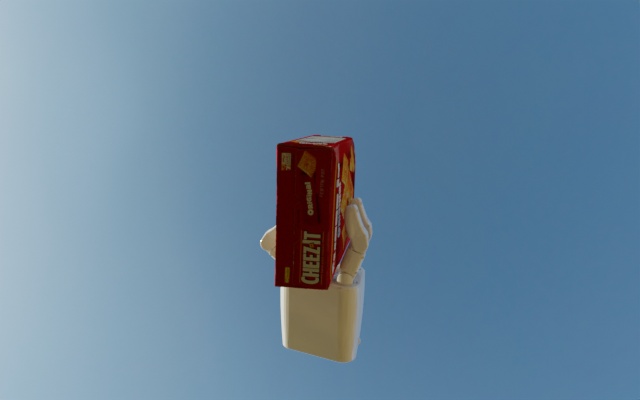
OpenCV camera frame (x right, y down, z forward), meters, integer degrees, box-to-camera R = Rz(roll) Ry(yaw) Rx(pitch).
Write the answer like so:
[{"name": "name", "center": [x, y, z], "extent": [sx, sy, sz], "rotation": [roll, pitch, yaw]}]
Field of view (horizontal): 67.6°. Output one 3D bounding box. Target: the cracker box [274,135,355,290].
[{"name": "cracker box", "center": [0.000, 0.002, 0.621], "extent": [0.072, 0.164, 0.213], "rotation": [3, 11, 9]}]
